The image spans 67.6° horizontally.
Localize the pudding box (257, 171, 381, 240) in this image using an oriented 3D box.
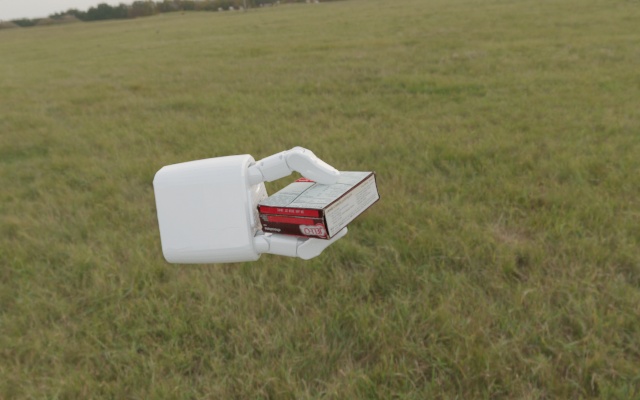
[{"bbox_3d":[0.000,0.002,0.526,0.090,0.039,0.113,5,27,35],"label":"pudding box"}]
